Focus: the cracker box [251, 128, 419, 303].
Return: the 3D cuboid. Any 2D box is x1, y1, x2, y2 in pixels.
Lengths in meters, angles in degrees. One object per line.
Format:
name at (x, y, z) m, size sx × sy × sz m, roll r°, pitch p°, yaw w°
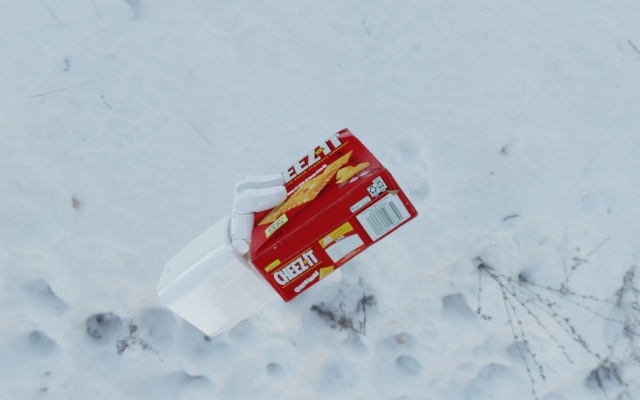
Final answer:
cracker box at (0.000, 0.002, 0.564) m, size 0.164 × 0.072 × 0.213 m, roll -35°, pitch 20°, yaw 5°
